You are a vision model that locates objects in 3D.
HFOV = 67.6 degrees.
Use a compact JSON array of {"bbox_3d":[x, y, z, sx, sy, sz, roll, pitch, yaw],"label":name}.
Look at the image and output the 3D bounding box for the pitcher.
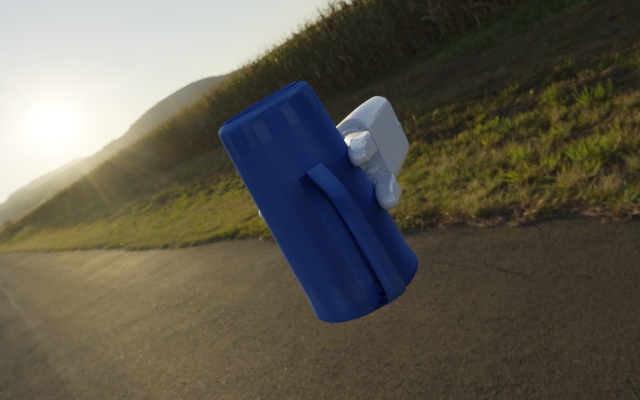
[{"bbox_3d":[0.000,0.002,0.511,0.149,0.243,0.145,-21,18,32],"label":"pitcher"}]
